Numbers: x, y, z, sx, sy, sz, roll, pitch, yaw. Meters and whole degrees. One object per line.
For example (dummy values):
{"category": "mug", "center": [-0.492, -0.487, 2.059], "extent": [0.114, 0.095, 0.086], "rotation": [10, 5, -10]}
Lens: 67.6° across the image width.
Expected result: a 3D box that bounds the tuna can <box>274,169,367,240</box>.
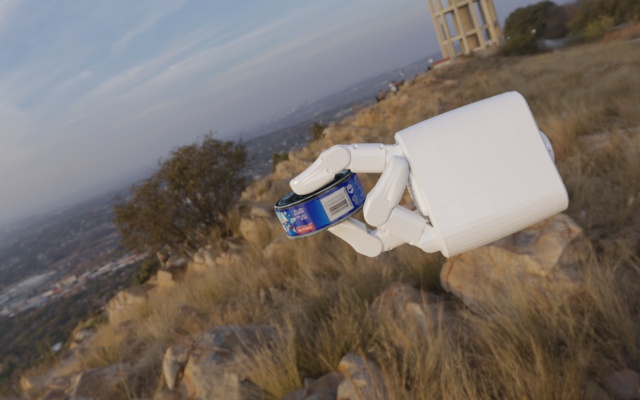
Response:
{"category": "tuna can", "center": [0.000, 0.001, 0.454], "extent": [0.086, 0.034, 0.086], "rotation": [-25, 11, 5]}
